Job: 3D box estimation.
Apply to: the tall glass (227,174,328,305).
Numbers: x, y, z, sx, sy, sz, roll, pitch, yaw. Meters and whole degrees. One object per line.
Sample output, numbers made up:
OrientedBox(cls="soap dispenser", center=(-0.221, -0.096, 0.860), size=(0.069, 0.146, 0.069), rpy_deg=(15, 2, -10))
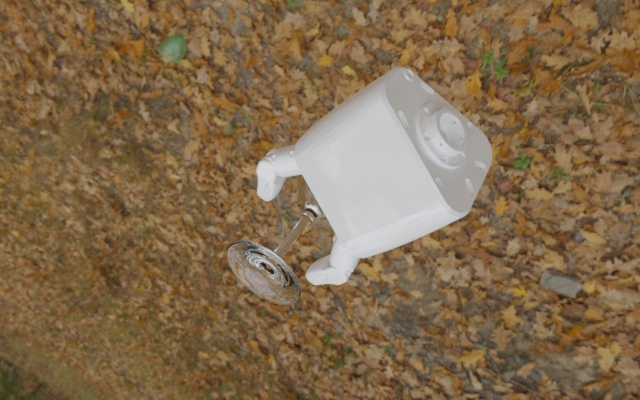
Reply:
OrientedBox(cls="tall glass", center=(0.000, 0.002, 0.462), size=(0.079, 0.079, 0.201), rpy_deg=(0, 38, 38))
